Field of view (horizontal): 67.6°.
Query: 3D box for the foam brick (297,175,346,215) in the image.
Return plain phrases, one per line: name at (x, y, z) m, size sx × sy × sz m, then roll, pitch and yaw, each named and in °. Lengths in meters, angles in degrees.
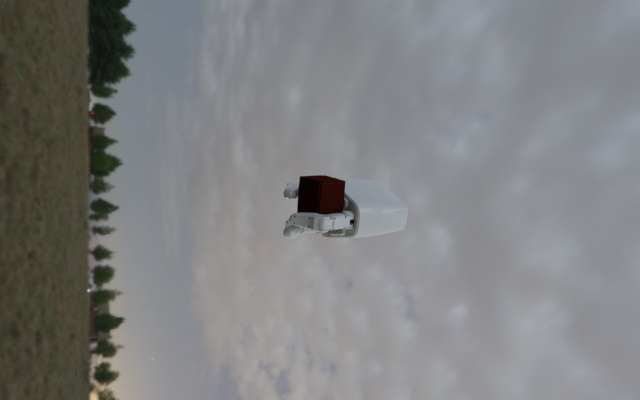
foam brick at (0.000, 0.002, 0.736) m, size 0.051 × 0.078 × 0.053 m, roll -6°, pitch 16°, yaw -39°
